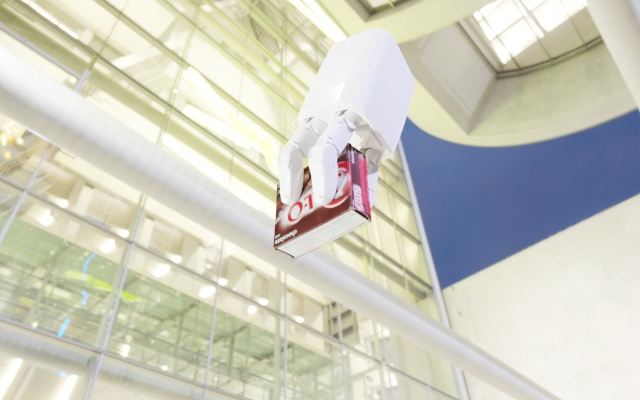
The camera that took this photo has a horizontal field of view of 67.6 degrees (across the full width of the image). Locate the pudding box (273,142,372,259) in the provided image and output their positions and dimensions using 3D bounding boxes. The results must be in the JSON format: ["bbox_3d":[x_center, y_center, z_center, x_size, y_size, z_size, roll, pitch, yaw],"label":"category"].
[{"bbox_3d":[0.000,0.002,0.519,0.113,0.090,0.039,-31,-48,33],"label":"pudding box"}]
